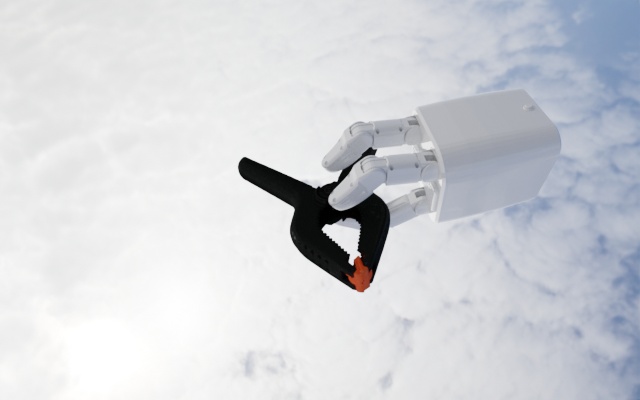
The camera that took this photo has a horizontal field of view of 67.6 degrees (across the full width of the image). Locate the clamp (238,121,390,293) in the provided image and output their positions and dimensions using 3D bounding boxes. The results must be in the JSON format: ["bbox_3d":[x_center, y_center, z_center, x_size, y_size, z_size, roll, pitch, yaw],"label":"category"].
[{"bbox_3d":[0.001,0.002,0.470,0.164,0.036,0.209,-12,44,1],"label":"clamp"}]
